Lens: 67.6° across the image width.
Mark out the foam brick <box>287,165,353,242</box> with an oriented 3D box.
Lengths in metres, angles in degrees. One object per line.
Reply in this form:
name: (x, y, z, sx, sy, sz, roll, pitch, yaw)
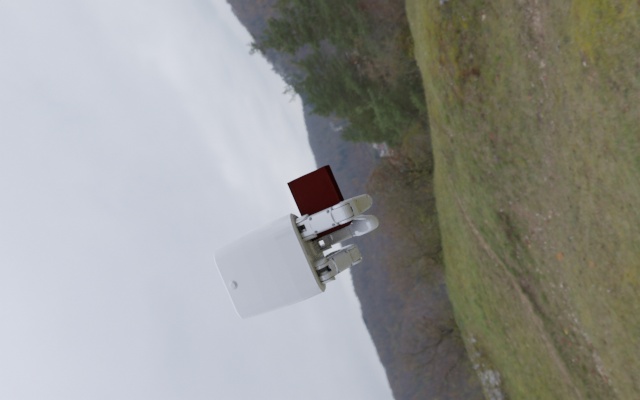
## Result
foam brick: (0.000, 0.002, 0.580, 0.051, 0.078, 0.053, -23, 1, 8)
